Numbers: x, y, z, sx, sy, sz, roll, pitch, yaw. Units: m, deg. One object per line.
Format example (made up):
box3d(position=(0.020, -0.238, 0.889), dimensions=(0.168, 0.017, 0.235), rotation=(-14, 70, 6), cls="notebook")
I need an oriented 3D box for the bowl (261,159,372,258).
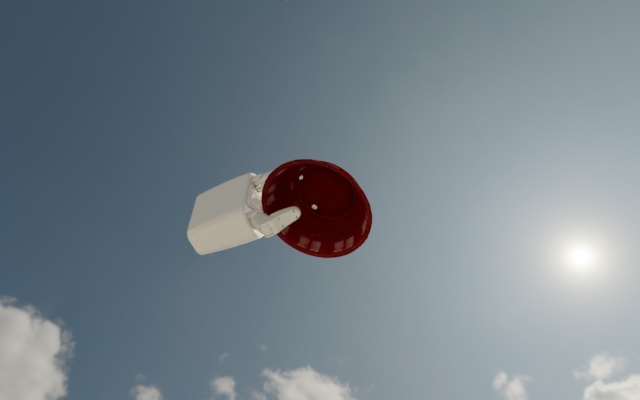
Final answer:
box3d(position=(0.001, 0.002, 0.680), dimensions=(0.162, 0.162, 0.055), rotation=(0, 31, 22), cls="bowl")
